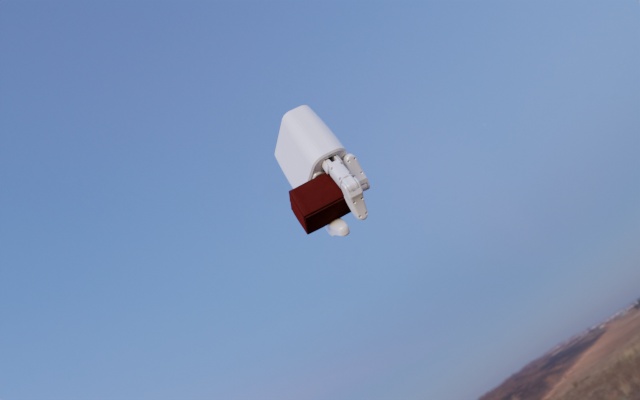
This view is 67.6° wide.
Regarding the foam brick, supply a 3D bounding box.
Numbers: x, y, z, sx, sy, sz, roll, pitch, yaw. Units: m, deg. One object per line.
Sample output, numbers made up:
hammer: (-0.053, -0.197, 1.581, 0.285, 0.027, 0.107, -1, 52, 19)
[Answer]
foam brick: (0.000, 0.002, 0.686, 0.078, 0.051, 0.053, -27, -29, -14)
